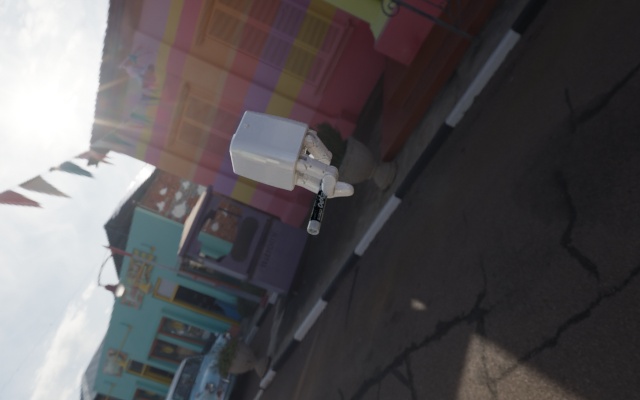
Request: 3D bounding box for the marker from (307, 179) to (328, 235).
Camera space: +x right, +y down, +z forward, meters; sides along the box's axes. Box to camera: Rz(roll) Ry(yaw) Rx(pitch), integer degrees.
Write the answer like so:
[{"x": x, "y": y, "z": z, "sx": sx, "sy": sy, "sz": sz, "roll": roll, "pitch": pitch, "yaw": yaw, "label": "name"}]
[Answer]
[{"x": 0.000, "y": 0.003, "z": 0.786, "sx": 0.020, "sy": 0.121, "sz": 0.020, "roll": 9, "pitch": -38, "yaw": 7, "label": "marker"}]
